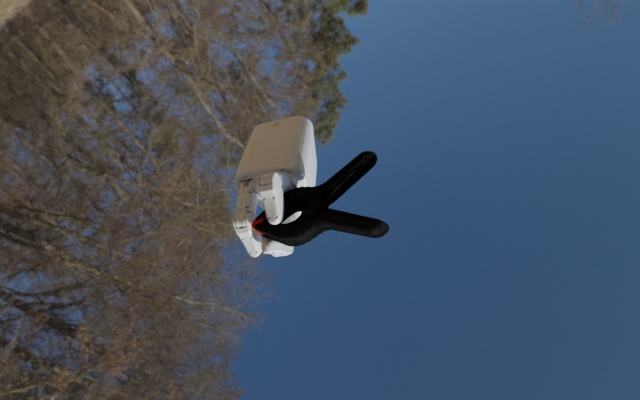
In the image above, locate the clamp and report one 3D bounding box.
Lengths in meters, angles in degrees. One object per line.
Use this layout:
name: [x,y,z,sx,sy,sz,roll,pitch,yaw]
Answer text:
clamp: [0.000,0.002,0.573,0.171,0.120,0.039,-9,-44,21]
